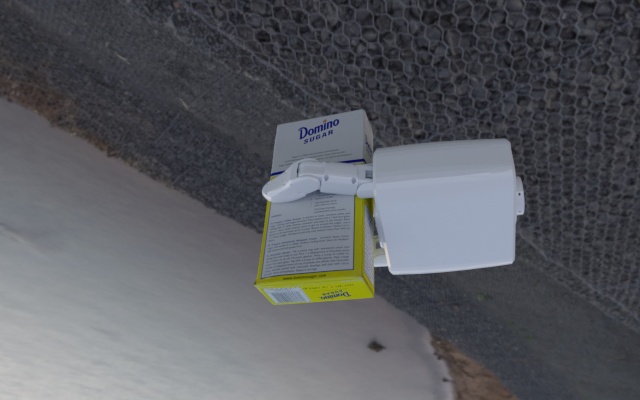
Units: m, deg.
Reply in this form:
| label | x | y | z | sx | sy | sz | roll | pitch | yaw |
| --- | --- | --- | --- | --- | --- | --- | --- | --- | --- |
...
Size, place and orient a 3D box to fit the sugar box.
| label | x | y | z | sx | sy | sz | roll | pitch | yaw |
| --- | --- | --- | --- | --- | --- | --- | --- | --- | --- |
| sugar box | 0.000 | 0.002 | 0.431 | 0.093 | 0.176 | 0.048 | -7 | -37 | 17 |
